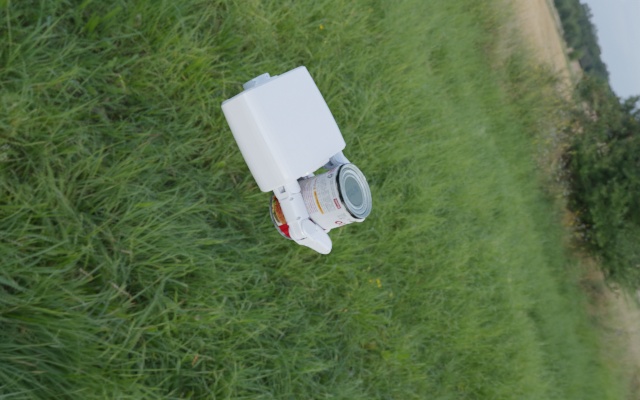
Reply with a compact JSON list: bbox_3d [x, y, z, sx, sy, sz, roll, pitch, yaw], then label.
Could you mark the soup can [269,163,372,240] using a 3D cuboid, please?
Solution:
[{"bbox_3d":[0.000,0.002,0.561,0.102,0.068,0.068,-19,-11,34],"label":"soup can"}]
